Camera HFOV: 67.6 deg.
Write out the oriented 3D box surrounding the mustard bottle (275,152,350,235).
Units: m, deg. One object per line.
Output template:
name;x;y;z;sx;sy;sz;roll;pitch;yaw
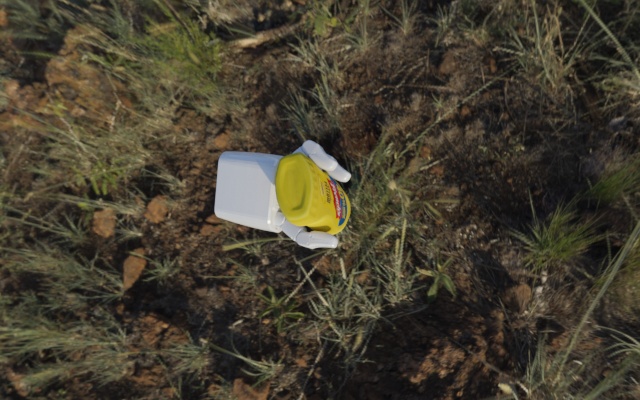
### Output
mustard bottle;0.000;0.002;0.712;0.058;0.096;0.192;-16;-19;19
